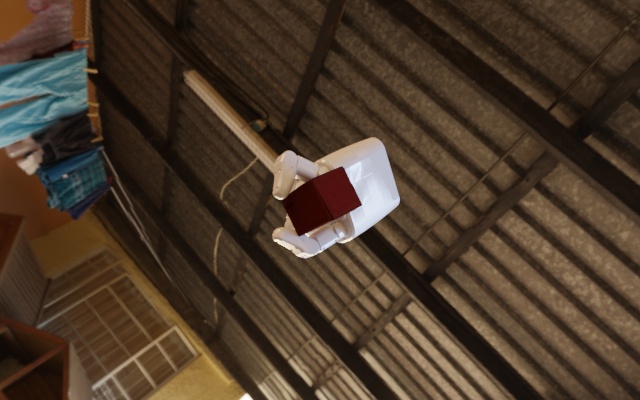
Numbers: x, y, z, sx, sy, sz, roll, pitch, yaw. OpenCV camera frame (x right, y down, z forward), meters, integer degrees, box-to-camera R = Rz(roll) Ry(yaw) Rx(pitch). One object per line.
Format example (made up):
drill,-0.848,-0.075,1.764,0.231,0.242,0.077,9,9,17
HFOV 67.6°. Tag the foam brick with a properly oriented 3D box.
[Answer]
foam brick,0.000,0.002,0.561,0.051,0.053,0.078,-24,-3,-36
